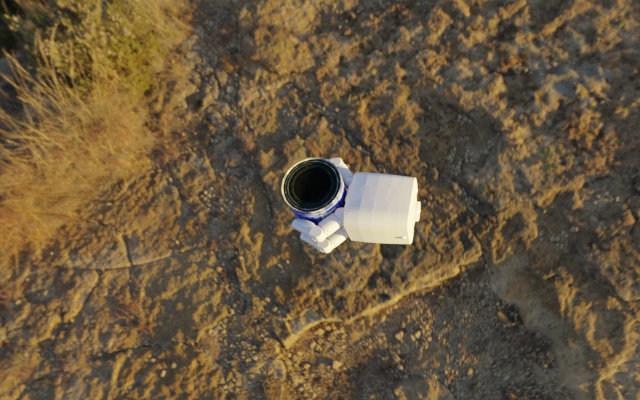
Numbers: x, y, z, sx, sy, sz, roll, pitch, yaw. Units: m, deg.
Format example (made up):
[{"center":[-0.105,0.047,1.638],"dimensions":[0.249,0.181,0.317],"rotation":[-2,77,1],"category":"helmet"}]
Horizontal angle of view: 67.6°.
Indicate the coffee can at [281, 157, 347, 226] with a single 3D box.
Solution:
[{"center":[0.000,0.003,0.840],"dimensions":[0.103,0.102,0.140],"rotation":[0,-25,14],"category":"coffee can"}]
